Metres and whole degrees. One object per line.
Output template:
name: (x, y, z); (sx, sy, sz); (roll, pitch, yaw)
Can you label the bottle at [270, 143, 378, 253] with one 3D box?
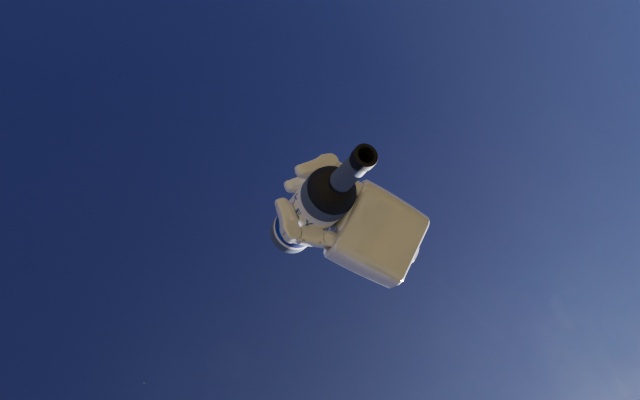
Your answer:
bottle: (0.000, 0.002, 0.628); (0.069, 0.069, 0.296); (0, -20, -20)
